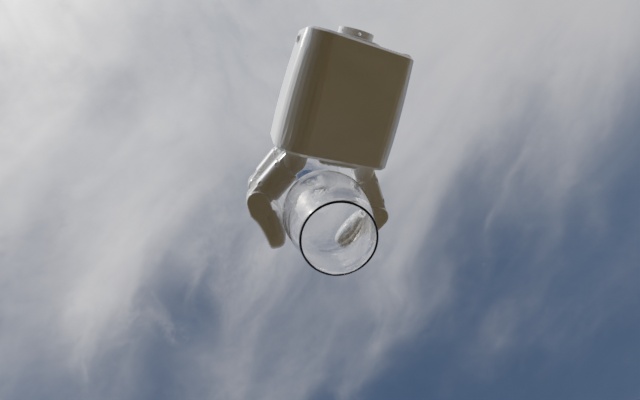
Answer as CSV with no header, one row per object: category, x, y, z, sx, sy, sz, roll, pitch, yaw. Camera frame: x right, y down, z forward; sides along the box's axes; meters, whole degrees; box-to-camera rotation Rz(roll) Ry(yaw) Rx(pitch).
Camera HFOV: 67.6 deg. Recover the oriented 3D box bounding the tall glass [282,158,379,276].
tall glass,0.000,0.001,0.456,0.079,0.079,0.201,0,17,-9
